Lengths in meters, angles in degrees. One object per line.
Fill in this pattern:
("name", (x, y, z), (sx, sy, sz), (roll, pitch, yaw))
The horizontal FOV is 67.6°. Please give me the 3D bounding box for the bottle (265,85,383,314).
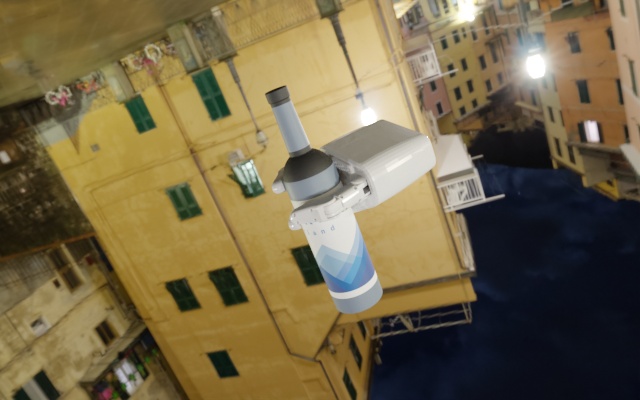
("bottle", (0.000, 0.002, 0.595), (0.069, 0.296, 0.069), (-20, 19, 7))
